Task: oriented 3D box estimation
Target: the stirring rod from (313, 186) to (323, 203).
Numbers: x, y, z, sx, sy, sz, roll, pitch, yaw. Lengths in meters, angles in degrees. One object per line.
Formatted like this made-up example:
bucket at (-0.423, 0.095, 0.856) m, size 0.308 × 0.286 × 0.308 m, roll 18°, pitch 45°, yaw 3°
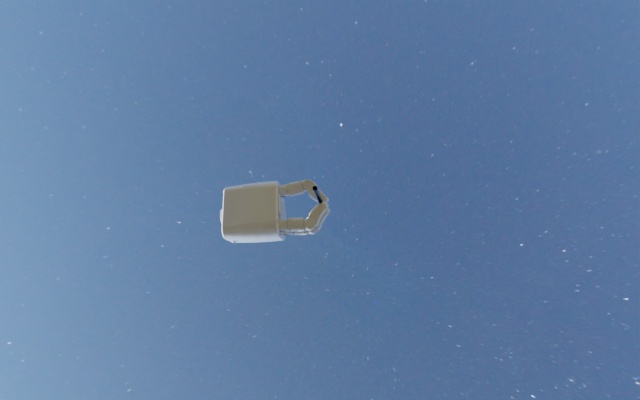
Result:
stirring rod at (0.000, 0.003, 0.882) m, size 0.011 × 0.011 × 0.239 m, roll 0°, pitch -11°, yaw 4°
